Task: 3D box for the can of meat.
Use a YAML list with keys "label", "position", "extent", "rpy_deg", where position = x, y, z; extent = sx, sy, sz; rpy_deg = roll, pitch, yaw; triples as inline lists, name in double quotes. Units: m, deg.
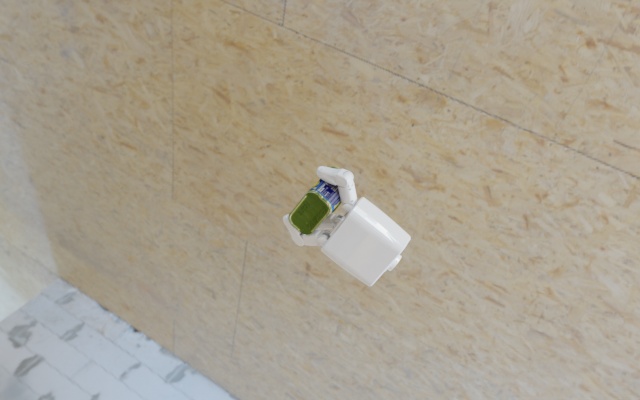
- label: "can of meat"
  position: [0.000, 0.003, 0.813]
  extent: [0.084, 0.057, 0.102]
  rpy_deg: [-47, -3, -46]
